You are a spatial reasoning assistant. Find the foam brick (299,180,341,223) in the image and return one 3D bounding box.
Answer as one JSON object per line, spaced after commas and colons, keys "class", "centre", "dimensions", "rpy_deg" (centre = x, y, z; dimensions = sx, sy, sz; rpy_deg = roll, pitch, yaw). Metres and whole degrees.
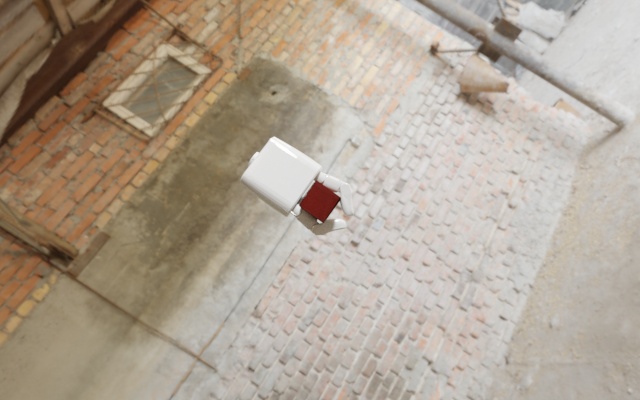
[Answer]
{"class": "foam brick", "centre": [0.000, 0.003, 0.815], "dimensions": [0.051, 0.053, 0.078], "rpy_deg": [36, 0, 2]}
